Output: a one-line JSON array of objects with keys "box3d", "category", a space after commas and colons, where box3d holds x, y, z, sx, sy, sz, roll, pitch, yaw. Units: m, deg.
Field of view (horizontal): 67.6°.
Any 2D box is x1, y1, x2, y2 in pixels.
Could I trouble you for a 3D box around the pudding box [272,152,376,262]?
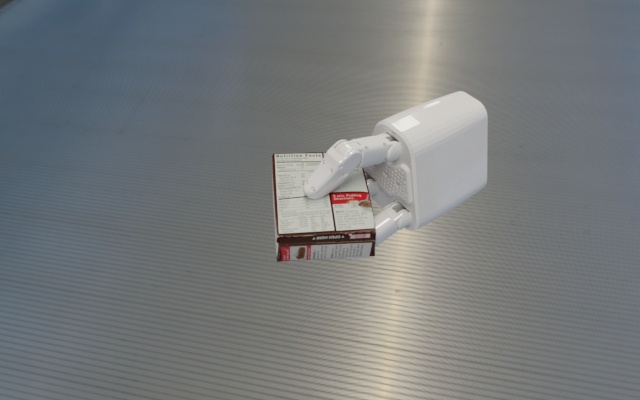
[{"box3d": [0.000, 0.001, 0.449, 0.090, 0.039, 0.113, -3, 44, -5], "category": "pudding box"}]
